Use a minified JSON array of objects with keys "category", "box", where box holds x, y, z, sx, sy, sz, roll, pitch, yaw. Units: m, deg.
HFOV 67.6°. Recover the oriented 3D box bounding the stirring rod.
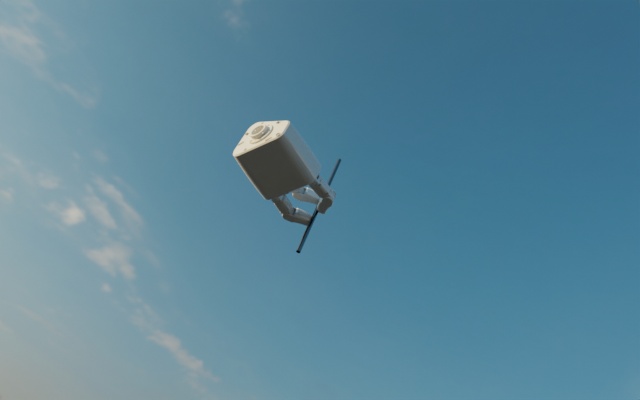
[{"category":"stirring rod","box":[0.000,0.003,0.899,0.011,0.239,0.011,14,-40,12]}]
